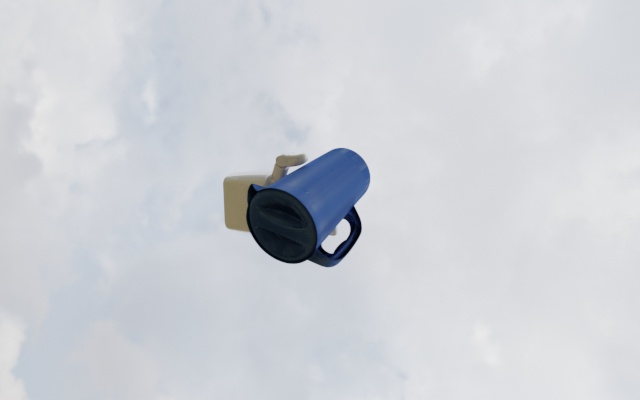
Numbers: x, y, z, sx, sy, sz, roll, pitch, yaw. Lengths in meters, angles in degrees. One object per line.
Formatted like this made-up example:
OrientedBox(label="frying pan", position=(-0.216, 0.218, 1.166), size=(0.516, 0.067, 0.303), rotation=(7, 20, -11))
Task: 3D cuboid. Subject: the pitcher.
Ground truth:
OrientedBox(label="pitcher", position=(0.000, 0.003, 0.830), size=(0.145, 0.149, 0.242), rotation=(2, 25, 32))
